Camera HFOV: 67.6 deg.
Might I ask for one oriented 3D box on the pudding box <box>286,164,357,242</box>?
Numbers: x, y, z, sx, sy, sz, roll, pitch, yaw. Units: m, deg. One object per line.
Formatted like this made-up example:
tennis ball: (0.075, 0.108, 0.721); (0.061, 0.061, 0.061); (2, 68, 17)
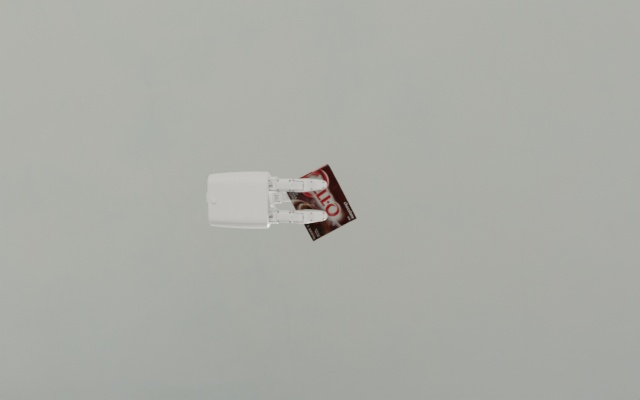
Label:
pudding box: (0.000, 0.003, 0.861); (0.090, 0.113, 0.039); (-28, 7, 2)
